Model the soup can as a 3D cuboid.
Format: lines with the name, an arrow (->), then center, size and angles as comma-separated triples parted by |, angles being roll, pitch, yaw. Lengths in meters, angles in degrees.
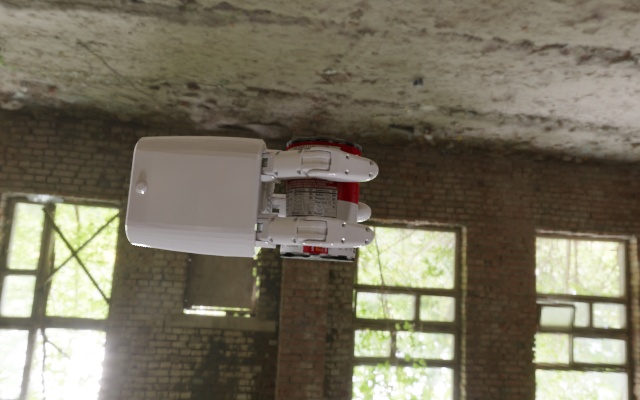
soup can -> 0.001, 0.002, 0.425 | 0.068, 0.102, 0.068 | 4, -8, 0
